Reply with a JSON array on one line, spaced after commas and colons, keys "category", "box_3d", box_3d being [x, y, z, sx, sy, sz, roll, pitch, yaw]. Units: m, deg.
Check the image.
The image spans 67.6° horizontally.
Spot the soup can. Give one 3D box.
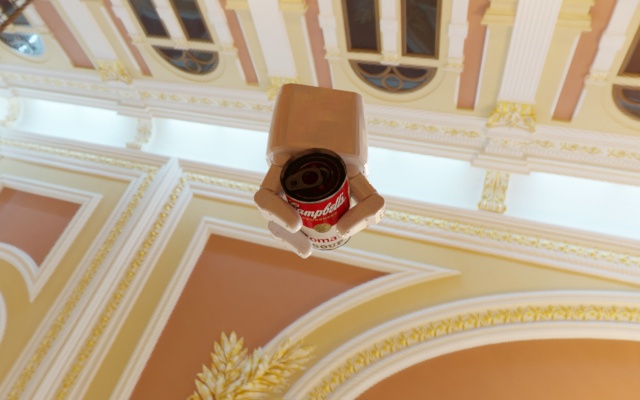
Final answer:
[{"category": "soup can", "box_3d": [0.000, 0.002, 0.515, 0.068, 0.068, 0.102, 0, -34, 11]}]
